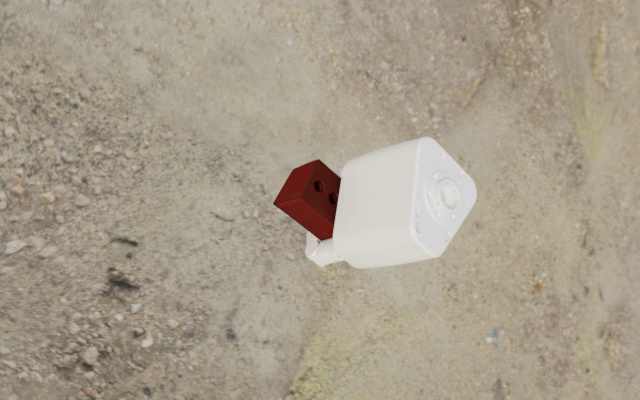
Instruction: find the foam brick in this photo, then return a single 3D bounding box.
[{"bbox_3d":[0.000,0.002,0.522,0.078,0.053,0.051,39,-30,-24],"label":"foam brick"}]
